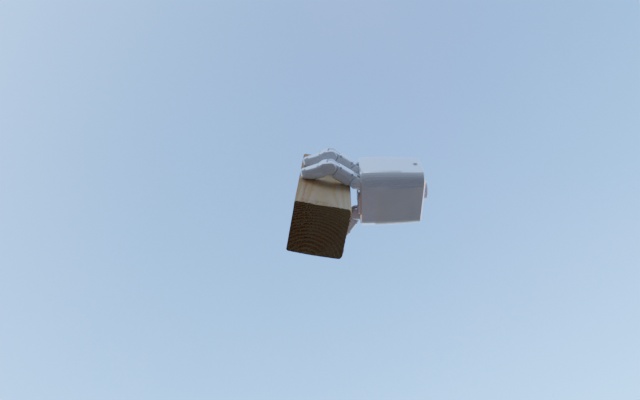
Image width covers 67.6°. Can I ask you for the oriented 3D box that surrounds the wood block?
[{"bbox_3d":[0.000,0.003,0.816,0.090,0.091,0.206,9,25,-2],"label":"wood block"}]
